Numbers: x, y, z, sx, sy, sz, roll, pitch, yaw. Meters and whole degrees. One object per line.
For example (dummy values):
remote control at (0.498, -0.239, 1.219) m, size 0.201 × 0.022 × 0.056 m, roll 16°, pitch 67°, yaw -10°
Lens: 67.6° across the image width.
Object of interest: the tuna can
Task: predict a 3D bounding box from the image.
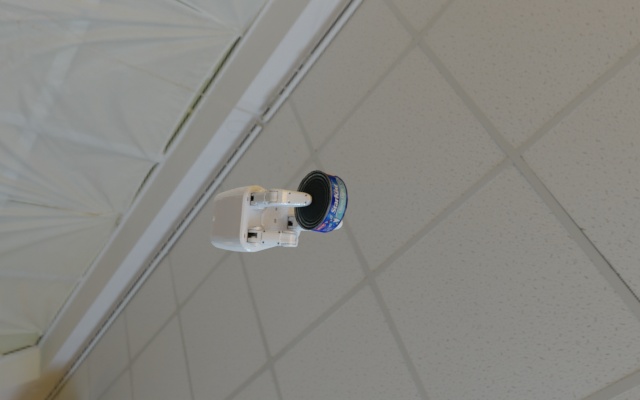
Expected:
tuna can at (0.001, 0.002, 0.678) m, size 0.034 × 0.086 × 0.086 m, roll 13°, pitch -8°, yaw -36°
